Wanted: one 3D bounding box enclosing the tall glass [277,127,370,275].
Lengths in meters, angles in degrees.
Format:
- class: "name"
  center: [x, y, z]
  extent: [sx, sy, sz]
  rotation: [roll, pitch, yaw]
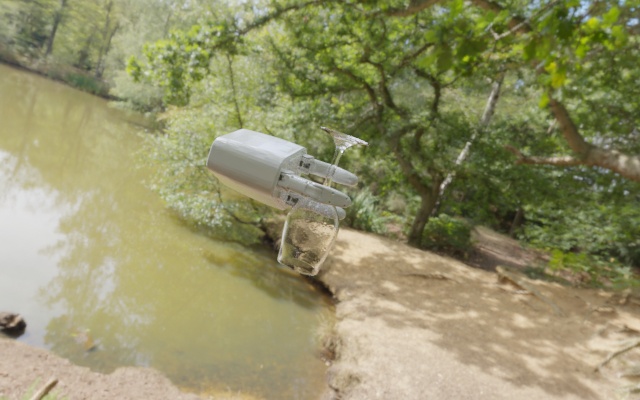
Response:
- class: "tall glass"
  center: [0.000, 0.002, 0.679]
  extent: [0.079, 0.201, 0.079]
  rotation: [19, 6, -2]
